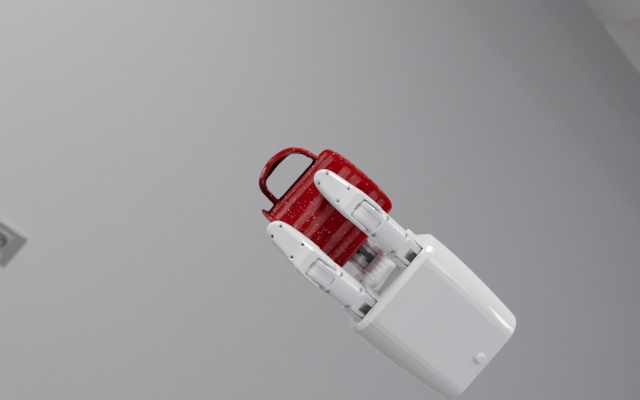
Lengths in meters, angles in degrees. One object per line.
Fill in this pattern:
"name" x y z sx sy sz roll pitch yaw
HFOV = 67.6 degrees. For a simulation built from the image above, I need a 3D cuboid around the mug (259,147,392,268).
"mug" -0.001 0.000 0.423 0.117 0.081 0.093 41 -2 -12
